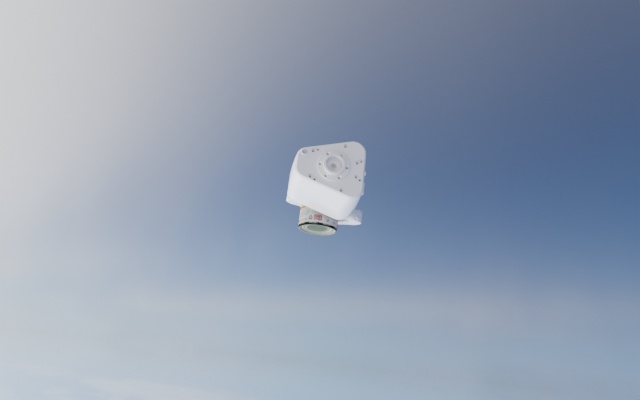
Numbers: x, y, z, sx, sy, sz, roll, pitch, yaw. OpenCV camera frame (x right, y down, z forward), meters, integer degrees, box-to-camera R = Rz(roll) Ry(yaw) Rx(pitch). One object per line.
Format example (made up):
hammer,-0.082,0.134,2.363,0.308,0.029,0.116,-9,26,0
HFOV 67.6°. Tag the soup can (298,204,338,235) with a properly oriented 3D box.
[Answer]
soup can,0.000,0.003,0.829,0.068,0.102,0.068,6,-19,2
